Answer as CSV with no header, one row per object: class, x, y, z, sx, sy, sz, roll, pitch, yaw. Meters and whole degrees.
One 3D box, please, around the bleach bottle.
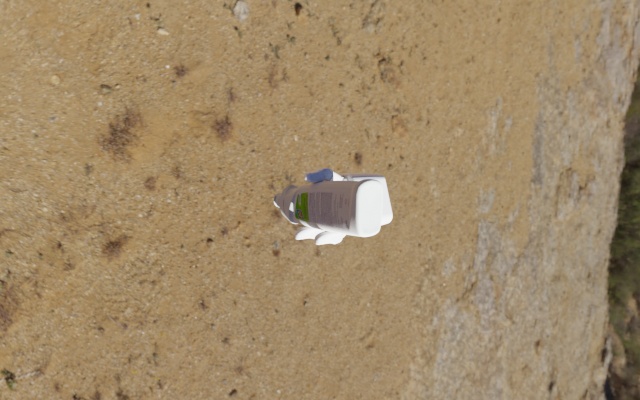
bleach bottle,0.000,0.003,0.898,0.068,0.102,0.251,-5,9,-43
